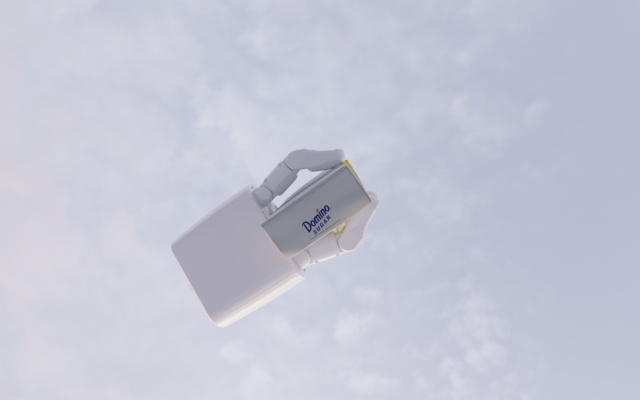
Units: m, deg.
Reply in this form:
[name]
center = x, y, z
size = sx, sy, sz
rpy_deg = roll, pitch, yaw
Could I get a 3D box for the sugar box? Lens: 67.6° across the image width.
[sugar box]
center = 0.000, 0.002, 0.490
size = 0.093, 0.048, 0.176
rpy_deg = -35, 6, 7
